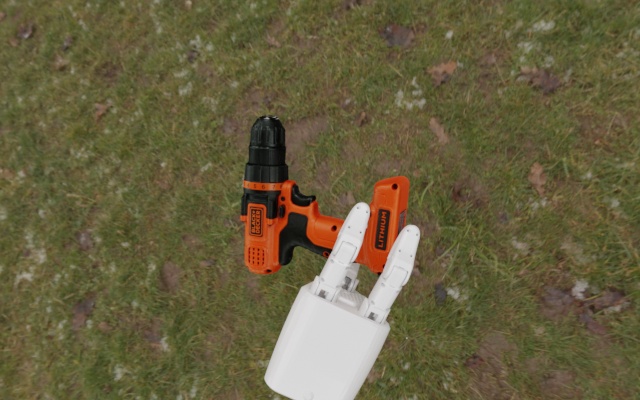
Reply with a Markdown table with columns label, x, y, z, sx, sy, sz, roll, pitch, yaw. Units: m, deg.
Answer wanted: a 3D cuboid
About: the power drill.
| label | x | y | z | sx | sy | sz | roll | pitch | yaw |
| --- | --- | --- | --- | --- | --- | --- | --- | --- | --- |
| power drill | 0.000 | 0.002 | 0.531 | 0.187 | 0.184 | 0.057 | 7 | 12 | 21 |
